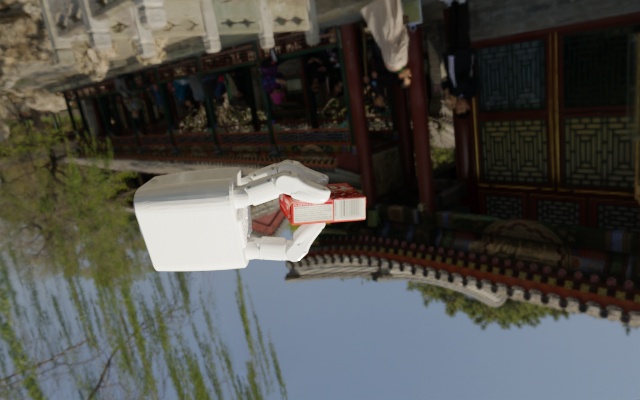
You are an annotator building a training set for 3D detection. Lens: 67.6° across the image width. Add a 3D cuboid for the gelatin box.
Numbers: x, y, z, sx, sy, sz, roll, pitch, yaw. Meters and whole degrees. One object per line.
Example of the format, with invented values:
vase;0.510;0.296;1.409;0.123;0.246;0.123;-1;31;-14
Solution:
gelatin box;0.000;0.002;0.559;0.089;0.030;0.073;-4;15;-13
